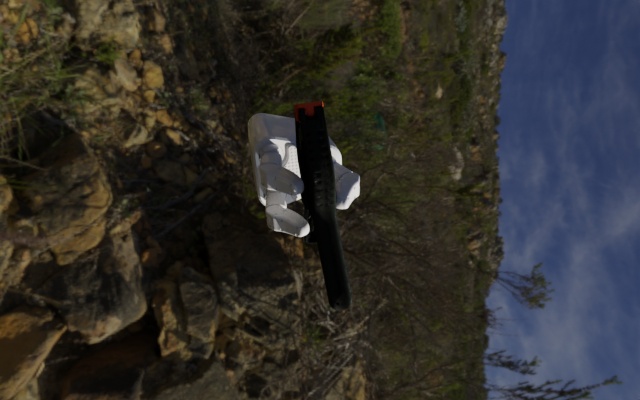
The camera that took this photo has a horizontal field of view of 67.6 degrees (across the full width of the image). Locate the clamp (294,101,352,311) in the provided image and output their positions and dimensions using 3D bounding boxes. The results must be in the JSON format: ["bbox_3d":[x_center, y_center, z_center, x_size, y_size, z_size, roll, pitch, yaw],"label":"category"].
[{"bbox_3d":[0.001,0.001,0.516,0.036,0.210,0.164,-10,31,-10],"label":"clamp"}]
